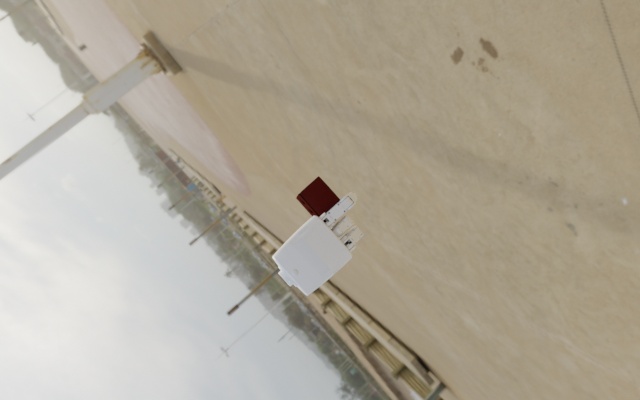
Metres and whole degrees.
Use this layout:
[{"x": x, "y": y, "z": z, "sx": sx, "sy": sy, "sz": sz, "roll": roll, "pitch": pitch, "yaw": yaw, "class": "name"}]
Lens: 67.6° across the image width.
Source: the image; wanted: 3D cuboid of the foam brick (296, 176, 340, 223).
[{"x": 0.000, "y": 0.003, "z": 0.874, "sx": 0.051, "sy": 0.078, "sz": 0.053, "roll": -42, "pitch": 0, "yaw": -10, "class": "foam brick"}]
